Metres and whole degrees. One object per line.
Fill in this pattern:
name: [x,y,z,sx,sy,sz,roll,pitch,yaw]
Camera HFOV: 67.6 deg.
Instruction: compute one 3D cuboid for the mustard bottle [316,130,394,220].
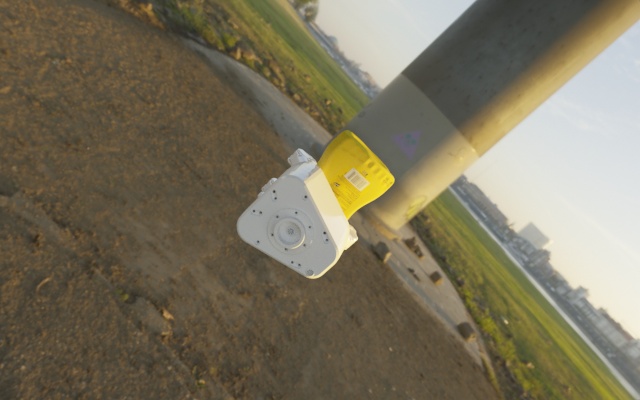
mustard bottle: [0.000,0.002,0.649,0.096,0.191,0.058,41,14,-26]
